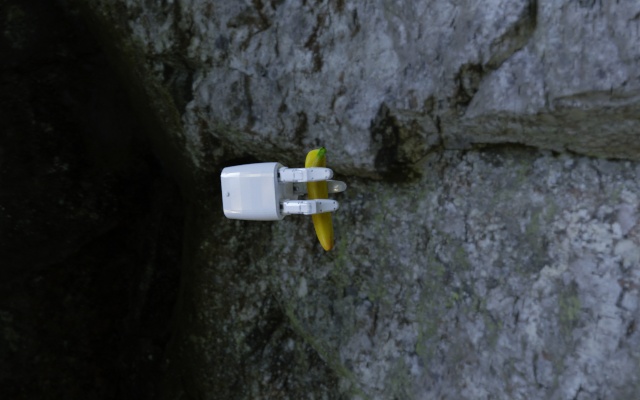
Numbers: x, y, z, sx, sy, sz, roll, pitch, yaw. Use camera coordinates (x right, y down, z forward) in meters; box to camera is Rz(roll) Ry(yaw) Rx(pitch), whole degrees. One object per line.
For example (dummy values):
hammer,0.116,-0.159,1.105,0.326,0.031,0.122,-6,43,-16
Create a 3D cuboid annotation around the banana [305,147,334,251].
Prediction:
banana,-0.003,-0.008,0.841,0.037,0.198,0.069,-8,27,-5
